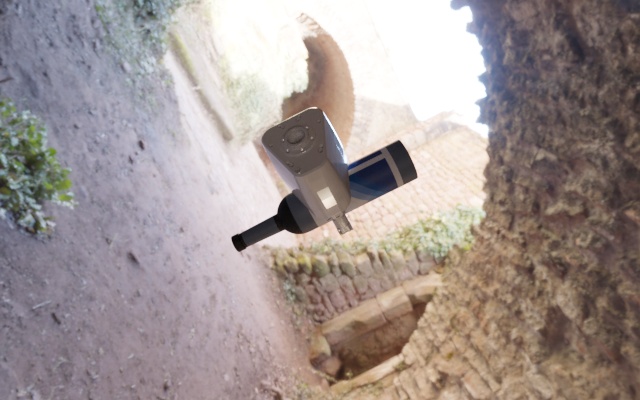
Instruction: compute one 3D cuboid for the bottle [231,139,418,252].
[{"bbox_3d":[0.000,0.002,0.727,0.296,0.069,0.069,-26,-2,3],"label":"bottle"}]
